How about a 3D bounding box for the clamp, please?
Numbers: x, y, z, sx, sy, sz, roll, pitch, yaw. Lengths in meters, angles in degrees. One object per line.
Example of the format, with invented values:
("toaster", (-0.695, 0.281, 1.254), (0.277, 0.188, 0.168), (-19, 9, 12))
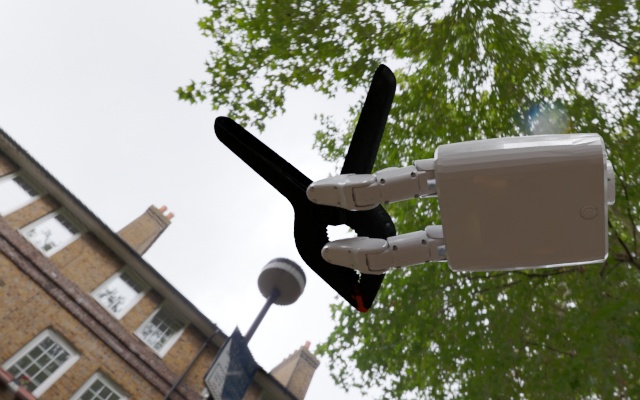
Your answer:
("clamp", (0.001, 0.002, 0.414), (0.164, 0.210, 0.036), (-4, 22, 25))
